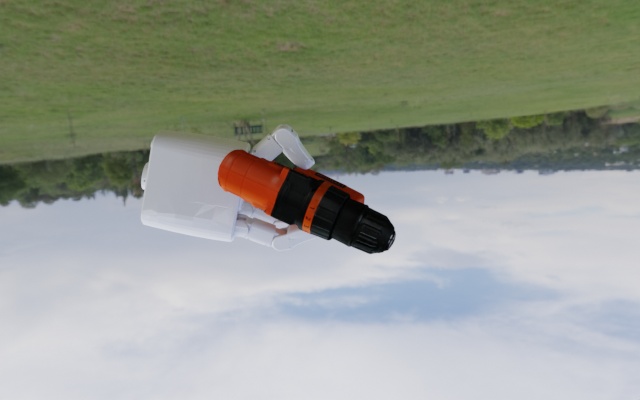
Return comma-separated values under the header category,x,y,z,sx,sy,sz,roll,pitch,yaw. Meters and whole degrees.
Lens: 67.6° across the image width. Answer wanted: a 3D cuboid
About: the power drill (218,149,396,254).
category,x,y,z,sx,sy,sz,roll,pitch,yaw
power drill,0.000,0.002,0.527,0.184,0.057,0.187,26,3,11
